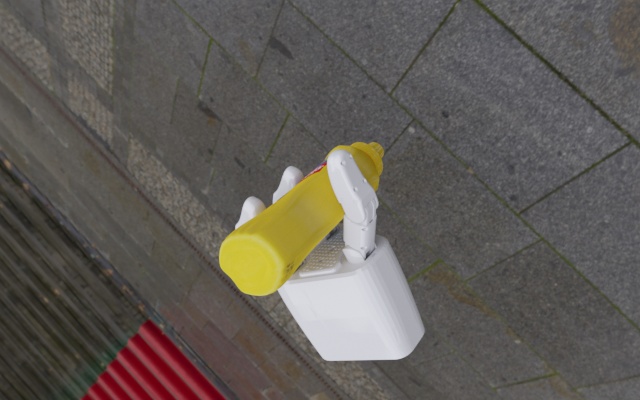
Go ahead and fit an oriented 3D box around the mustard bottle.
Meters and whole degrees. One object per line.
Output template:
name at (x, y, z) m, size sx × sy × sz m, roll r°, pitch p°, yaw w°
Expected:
mustard bottle at (0.000, 0.001, 0.428) m, size 0.191 × 0.058 × 0.096 m, roll -42°, pitch 0°, yaw -35°
